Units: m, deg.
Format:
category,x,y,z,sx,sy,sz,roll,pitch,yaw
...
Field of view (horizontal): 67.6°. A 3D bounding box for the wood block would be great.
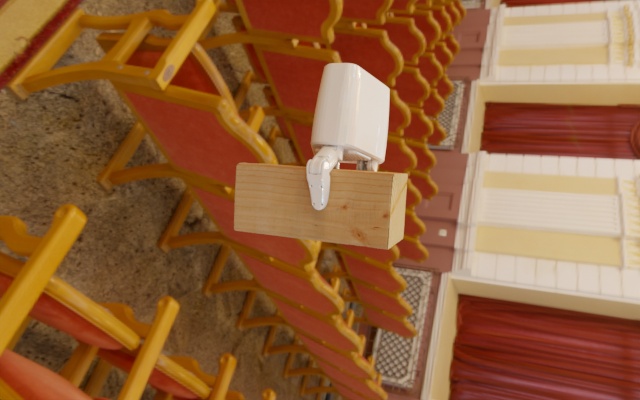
category,x,y,z,sx,sy,sz,roll,pitch,yaw
wood block,0.000,0.002,0.623,0.206,0.090,0.091,5,5,21
